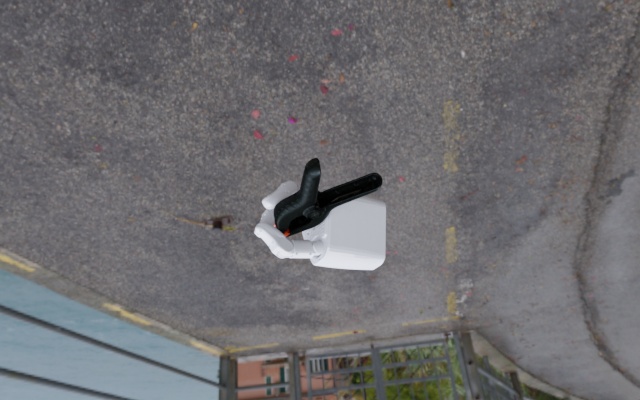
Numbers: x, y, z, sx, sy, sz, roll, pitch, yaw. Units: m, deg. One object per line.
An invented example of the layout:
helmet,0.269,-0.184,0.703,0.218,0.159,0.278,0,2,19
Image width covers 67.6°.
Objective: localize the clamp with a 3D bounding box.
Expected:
clamp,0.000,0.003,0.645,0.120,0.039,0.171,10,-33,-29
